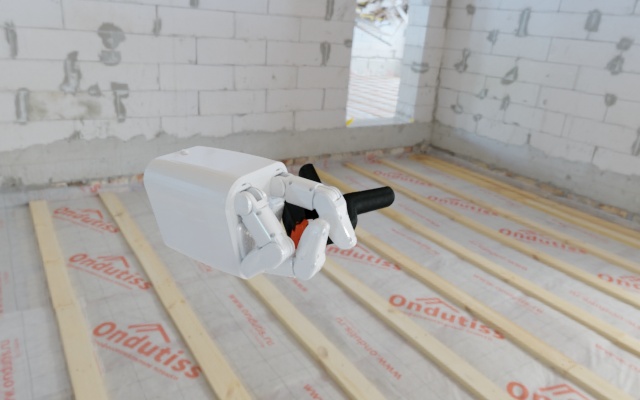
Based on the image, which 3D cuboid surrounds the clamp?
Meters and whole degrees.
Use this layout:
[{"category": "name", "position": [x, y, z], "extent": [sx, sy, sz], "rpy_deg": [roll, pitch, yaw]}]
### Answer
[{"category": "clamp", "position": [0.000, 0.002, 0.523], "extent": [0.120, 0.039, 0.171], "rpy_deg": [16, 23, 24]}]
